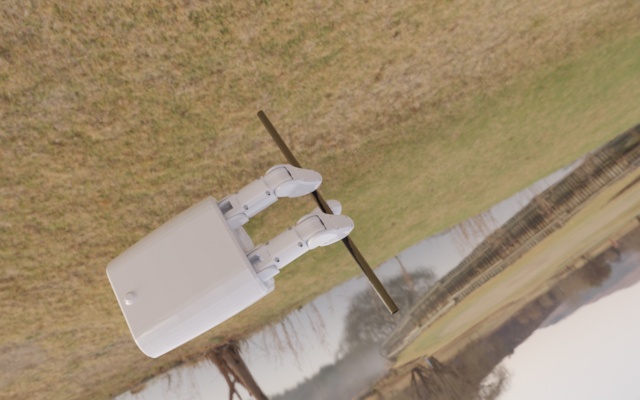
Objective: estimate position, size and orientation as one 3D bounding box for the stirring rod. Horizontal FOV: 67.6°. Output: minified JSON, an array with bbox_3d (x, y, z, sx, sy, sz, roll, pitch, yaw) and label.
[{"bbox_3d":[0.000,0.001,0.444,0.011,0.239,0.011,-28,-24,-14],"label":"stirring rod"}]
